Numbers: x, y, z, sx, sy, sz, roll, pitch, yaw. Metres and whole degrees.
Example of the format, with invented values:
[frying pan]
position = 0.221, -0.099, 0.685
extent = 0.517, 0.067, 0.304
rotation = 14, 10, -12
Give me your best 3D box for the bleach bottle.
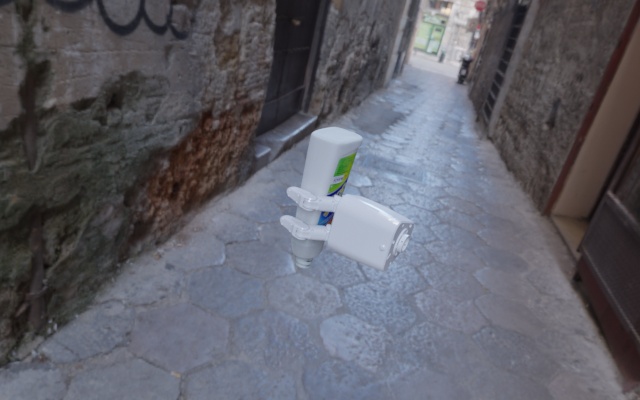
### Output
[bleach bottle]
position = 0.000, 0.003, 0.837
extent = 0.068, 0.251, 0.102
rotation = 24, 25, 23
